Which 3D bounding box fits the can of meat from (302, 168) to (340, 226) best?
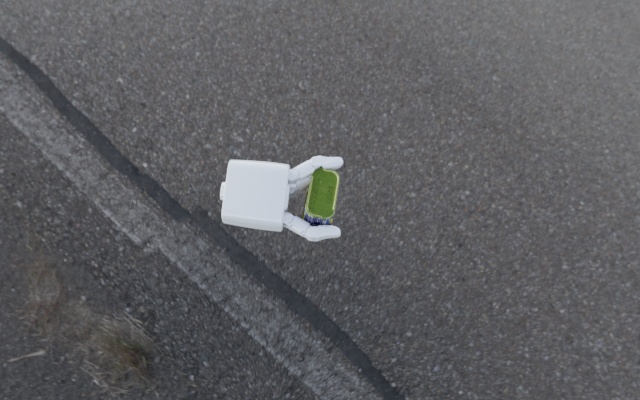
[{"bbox_3d":[0.000,0.003,0.858,0.057,0.102,0.084,10,-25,-1],"label":"can of meat"}]
